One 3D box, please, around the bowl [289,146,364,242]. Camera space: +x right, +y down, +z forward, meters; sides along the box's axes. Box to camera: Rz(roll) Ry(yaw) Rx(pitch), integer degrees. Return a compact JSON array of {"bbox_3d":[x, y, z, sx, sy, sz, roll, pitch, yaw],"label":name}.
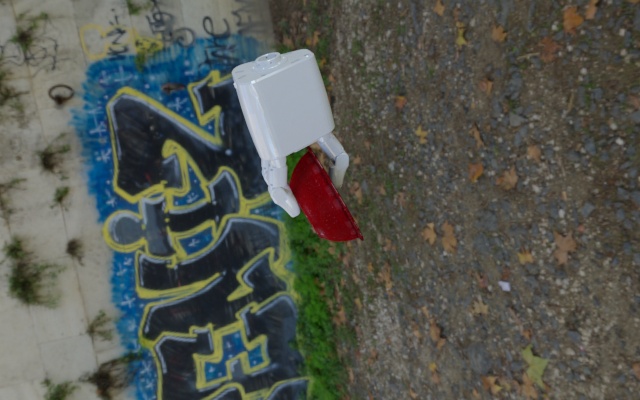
[{"bbox_3d":[0.000,0.004,0.702,0.055,0.162,0.162,-31,0,0],"label":"bowl"}]
